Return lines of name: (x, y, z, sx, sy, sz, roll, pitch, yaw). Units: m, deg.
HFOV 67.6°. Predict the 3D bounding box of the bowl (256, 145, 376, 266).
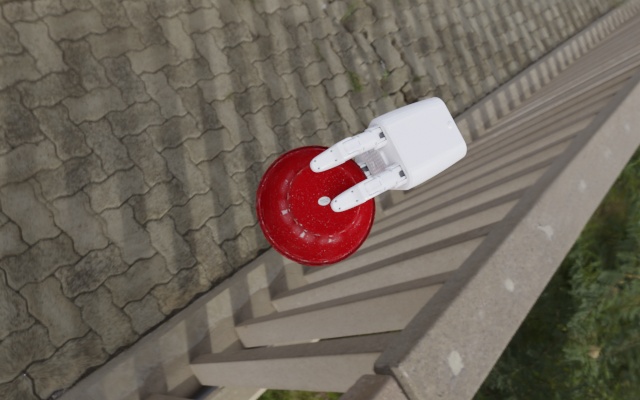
bowl: (-0.001, 0.003, 0.607, 0.162, 0.162, 0.055, 0, -8, -11)
